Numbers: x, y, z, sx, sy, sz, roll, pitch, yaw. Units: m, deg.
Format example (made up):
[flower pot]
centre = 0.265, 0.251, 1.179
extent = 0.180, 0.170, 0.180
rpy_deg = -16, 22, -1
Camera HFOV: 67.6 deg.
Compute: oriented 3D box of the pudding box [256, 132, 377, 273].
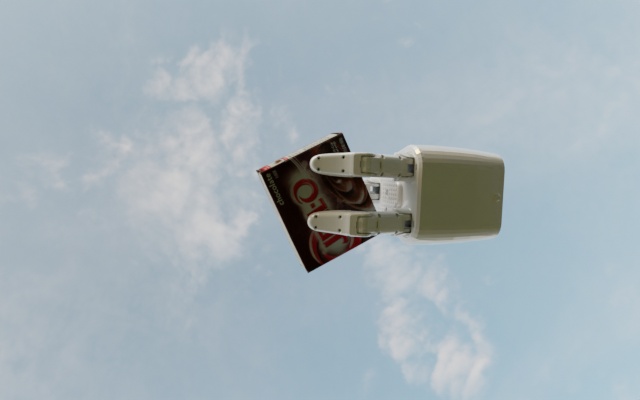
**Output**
[pudding box]
centre = 0.000, 0.002, 0.475
extent = 0.090, 0.113, 0.039
rpy_deg = -28, 12, -12
